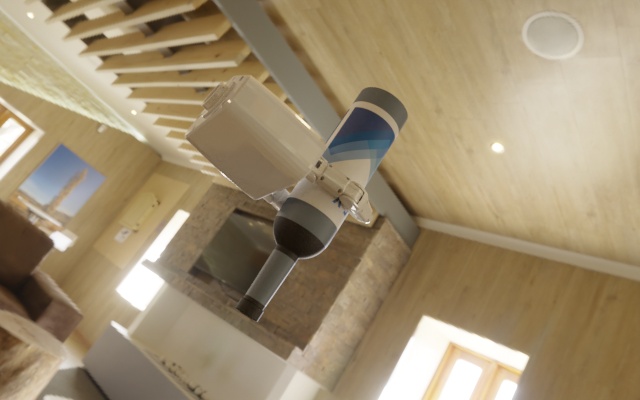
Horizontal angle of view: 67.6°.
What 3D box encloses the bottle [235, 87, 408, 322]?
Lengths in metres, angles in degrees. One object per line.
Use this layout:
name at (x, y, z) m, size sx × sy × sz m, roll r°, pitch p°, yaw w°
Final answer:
bottle at (0.000, 0.002, 0.538) m, size 0.069 × 0.295 × 0.069 m, roll 30°, pitch -18°, yaw 11°
